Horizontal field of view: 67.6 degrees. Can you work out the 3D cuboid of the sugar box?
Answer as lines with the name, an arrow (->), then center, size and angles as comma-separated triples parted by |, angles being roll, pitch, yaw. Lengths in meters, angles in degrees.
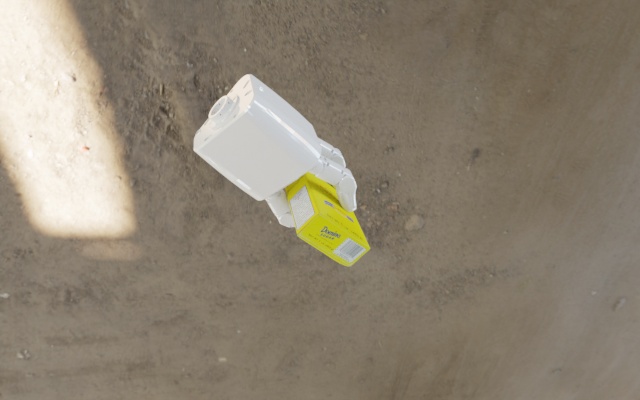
sugar box -> 0.000, 0.002, 0.638 | 0.093, 0.048, 0.176 | 36, 21, -31
